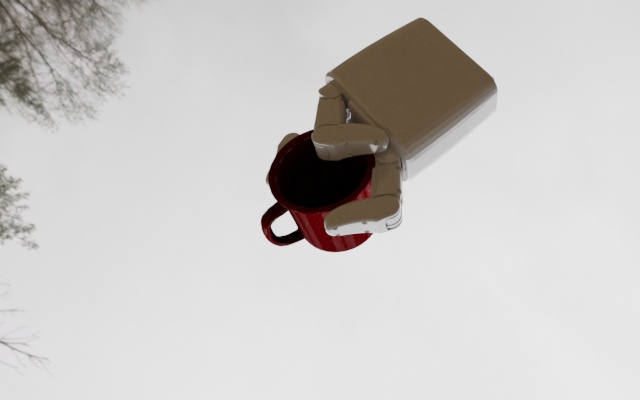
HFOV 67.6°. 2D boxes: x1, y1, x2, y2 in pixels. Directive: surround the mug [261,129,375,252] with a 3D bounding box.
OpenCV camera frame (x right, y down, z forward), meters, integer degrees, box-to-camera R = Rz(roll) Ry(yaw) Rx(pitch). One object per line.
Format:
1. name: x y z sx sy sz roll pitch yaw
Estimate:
1. mug: -0.001 0.002 0.431 0.117 0.093 0.082 -36 -37 -10
